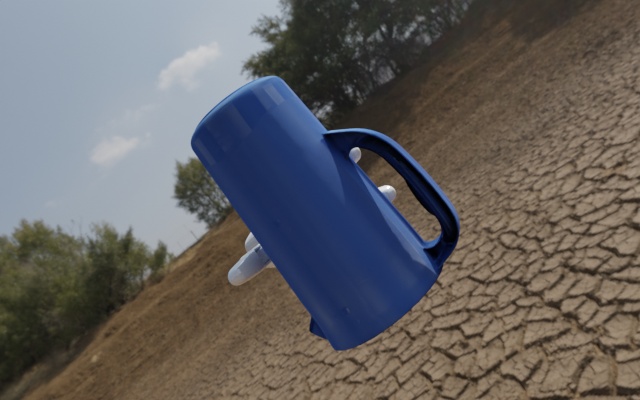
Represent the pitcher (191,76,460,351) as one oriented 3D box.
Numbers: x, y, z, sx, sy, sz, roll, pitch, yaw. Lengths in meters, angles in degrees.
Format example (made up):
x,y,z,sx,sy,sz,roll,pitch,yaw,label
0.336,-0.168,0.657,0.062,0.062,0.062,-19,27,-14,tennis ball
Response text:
x,y,z,sx,sy,sz,roll,pitch,yaw,label
0.000,0.002,0.449,0.149,0.243,0.145,-39,2,-21,pitcher
